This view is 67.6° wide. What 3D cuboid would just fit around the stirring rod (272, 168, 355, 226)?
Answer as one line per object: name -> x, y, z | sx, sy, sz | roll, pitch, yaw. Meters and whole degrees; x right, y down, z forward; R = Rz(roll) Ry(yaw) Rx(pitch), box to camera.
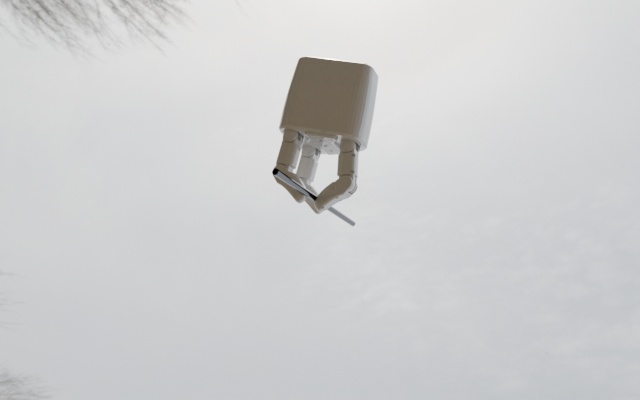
stirring rod -> 0.000, 0.002, 0.625 | 0.011, 0.011, 0.239 | 0, -16, 25
